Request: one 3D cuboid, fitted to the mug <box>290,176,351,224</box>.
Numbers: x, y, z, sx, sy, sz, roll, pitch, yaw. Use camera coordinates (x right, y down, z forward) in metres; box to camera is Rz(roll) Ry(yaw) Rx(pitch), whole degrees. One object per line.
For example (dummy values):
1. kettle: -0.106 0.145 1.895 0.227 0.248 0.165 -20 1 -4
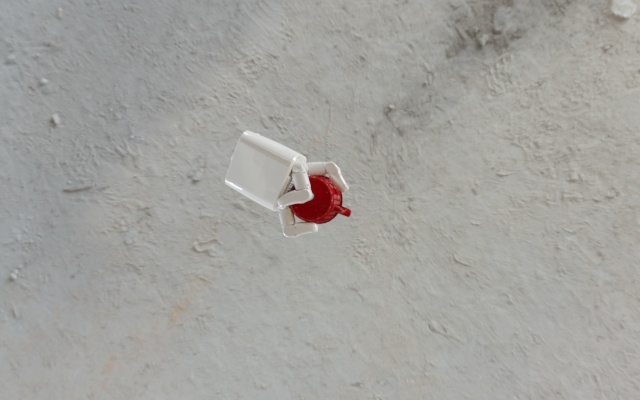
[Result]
1. mug: 0.001 0.004 0.862 0.117 0.093 0.081 26 3 9
